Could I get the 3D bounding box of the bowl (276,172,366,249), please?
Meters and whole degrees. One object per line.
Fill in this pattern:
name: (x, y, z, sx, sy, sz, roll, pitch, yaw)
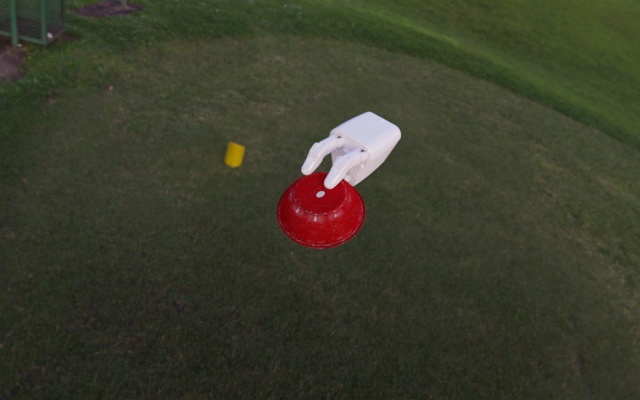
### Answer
bowl: (0.000, 0.003, 0.841, 0.162, 0.162, 0.055, 0, -36, 2)
